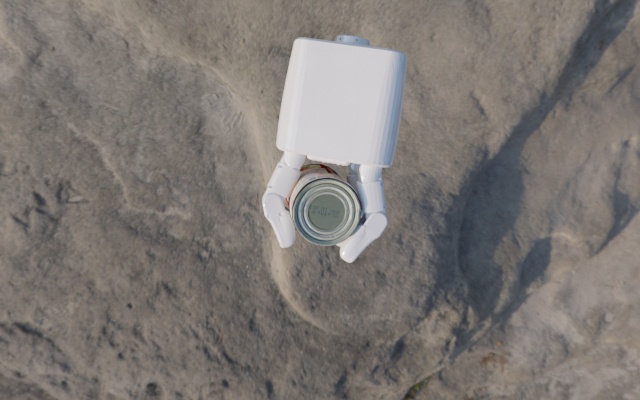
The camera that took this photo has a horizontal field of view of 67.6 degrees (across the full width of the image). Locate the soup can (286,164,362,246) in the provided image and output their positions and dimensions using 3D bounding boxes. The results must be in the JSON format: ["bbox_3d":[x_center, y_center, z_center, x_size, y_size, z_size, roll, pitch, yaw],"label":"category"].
[{"bbox_3d":[0.000,0.002,0.493,0.068,0.068,0.102,0,11,-7],"label":"soup can"}]
